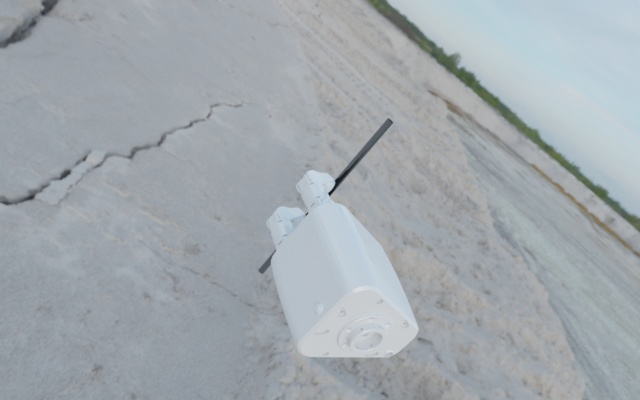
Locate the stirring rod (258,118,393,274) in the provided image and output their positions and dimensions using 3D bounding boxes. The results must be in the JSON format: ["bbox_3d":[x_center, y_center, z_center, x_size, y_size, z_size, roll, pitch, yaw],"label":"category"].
[{"bbox_3d":[0.000,0.002,0.541,0.011,0.239,0.011,34,22,-16],"label":"stirring rod"}]
